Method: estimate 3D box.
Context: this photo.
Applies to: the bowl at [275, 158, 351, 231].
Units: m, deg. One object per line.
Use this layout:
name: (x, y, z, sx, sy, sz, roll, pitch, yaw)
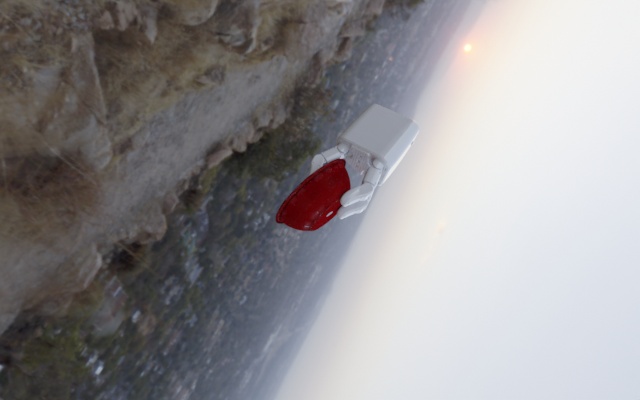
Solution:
bowl: (-0.001, 0.004, 0.829, 0.162, 0.055, 0.162, -39, -13, -11)
